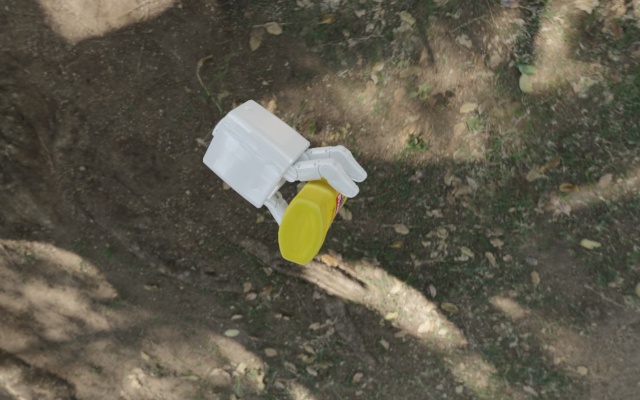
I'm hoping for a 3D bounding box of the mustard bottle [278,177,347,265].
[{"bbox_3d":[0.000,0.002,0.668,0.058,0.096,0.191,17,28,9],"label":"mustard bottle"}]
